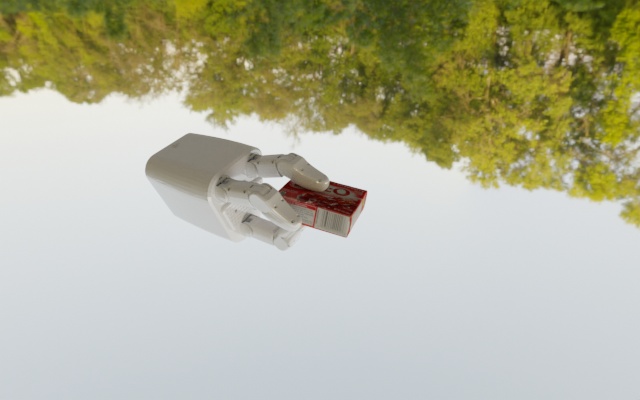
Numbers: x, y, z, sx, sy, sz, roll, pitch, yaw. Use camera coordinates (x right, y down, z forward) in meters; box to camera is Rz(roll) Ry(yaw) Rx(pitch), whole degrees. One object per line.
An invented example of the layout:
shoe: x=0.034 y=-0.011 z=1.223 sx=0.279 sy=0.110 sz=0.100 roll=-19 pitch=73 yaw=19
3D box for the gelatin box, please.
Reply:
gelatin box: x=0.000 y=0.002 z=0.530 sx=0.089 sy=0.030 sz=0.073 roll=16 pitch=27 yaw=13
